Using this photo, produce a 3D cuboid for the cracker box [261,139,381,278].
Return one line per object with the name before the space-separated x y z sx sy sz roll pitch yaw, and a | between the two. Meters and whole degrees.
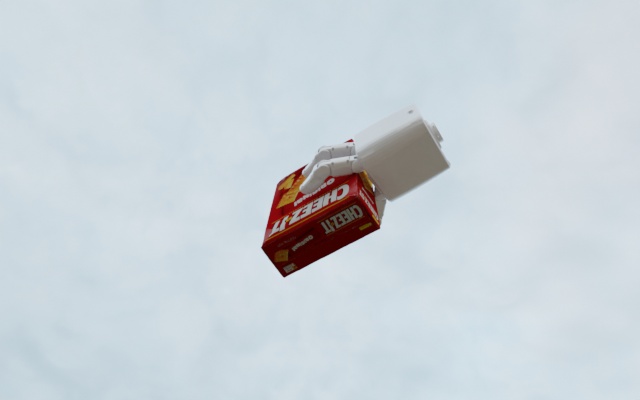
cracker box | 0.000 0.003 0.753 0.164 0.072 0.213 -29 23 16
